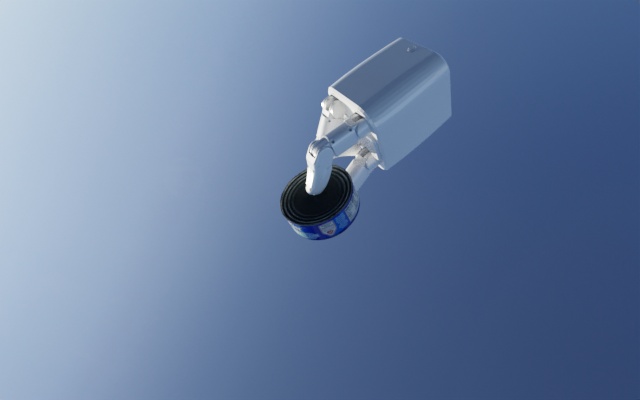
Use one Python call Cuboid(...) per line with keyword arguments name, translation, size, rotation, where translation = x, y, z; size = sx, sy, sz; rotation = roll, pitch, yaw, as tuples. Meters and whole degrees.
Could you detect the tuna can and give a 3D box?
Cuboid(name="tuna can", translation=(0.000, 0.002, 0.536), size=(0.086, 0.086, 0.034), rotation=(0, -37, 26))
